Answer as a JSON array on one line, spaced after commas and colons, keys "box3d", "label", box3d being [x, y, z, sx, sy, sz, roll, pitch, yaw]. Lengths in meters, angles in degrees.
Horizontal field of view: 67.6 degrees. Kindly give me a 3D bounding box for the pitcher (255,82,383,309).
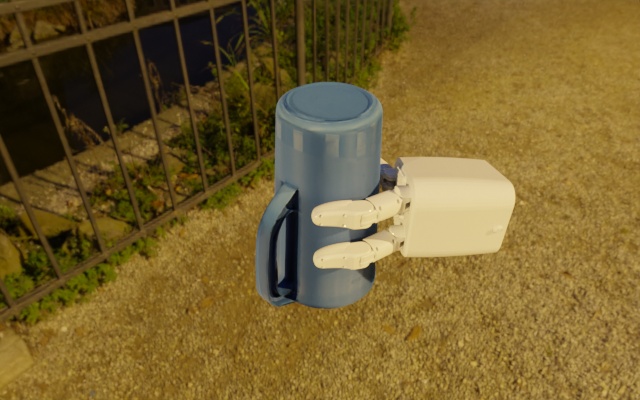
[{"box3d": [0.000, 0.002, 0.539, 0.145, 0.243, 0.149, -1, 37, -2], "label": "pitcher"}]
